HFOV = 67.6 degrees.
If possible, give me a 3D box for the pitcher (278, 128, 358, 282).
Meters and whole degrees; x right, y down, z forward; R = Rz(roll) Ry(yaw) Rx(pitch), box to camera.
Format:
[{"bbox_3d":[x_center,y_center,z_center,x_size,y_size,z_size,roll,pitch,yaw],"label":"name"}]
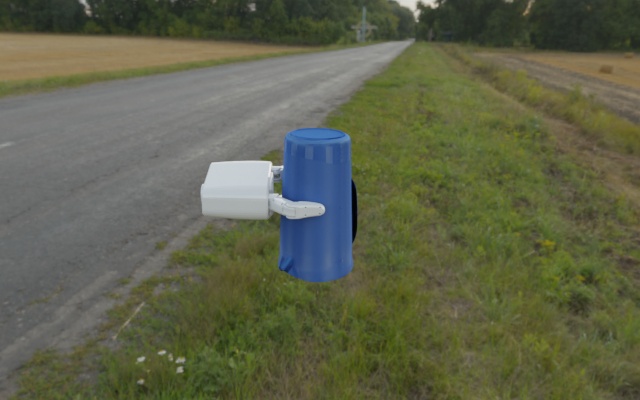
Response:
[{"bbox_3d":[0.000,0.003,0.818,0.145,0.243,0.149,1,19,-2],"label":"pitcher"}]
